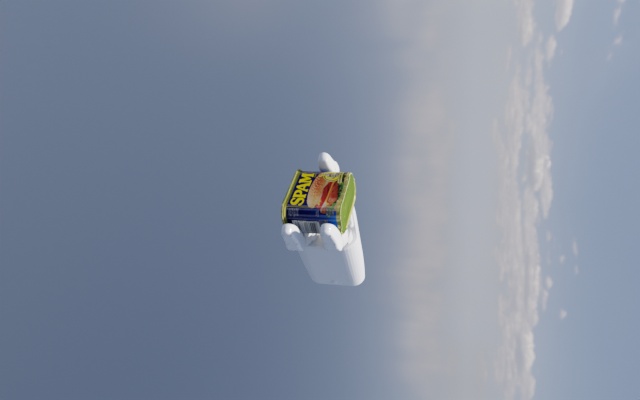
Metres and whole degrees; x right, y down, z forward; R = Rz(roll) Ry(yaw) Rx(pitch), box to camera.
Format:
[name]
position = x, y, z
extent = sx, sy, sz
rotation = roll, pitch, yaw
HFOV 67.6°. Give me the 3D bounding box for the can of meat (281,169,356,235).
[can of meat]
position = 0.000, 0.002, 0.681
extent = 0.084, 0.057, 0.102
rotation = 2, 43, 17
